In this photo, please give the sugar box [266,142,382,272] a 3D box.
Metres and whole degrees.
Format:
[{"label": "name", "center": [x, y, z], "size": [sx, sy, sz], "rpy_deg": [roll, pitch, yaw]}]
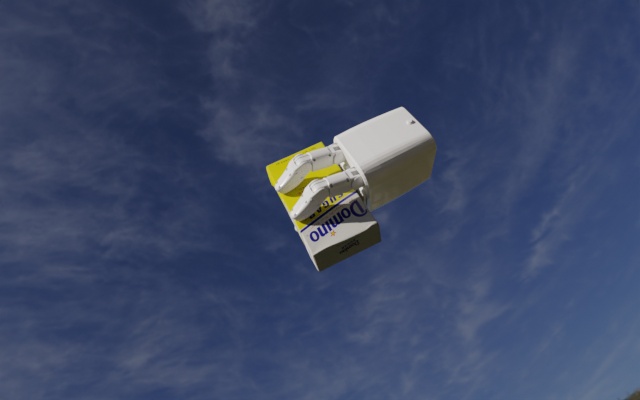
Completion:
[{"label": "sugar box", "center": [0.000, 0.002, 0.645], "size": [0.093, 0.048, 0.176], "rpy_deg": [-26, 48, -8]}]
